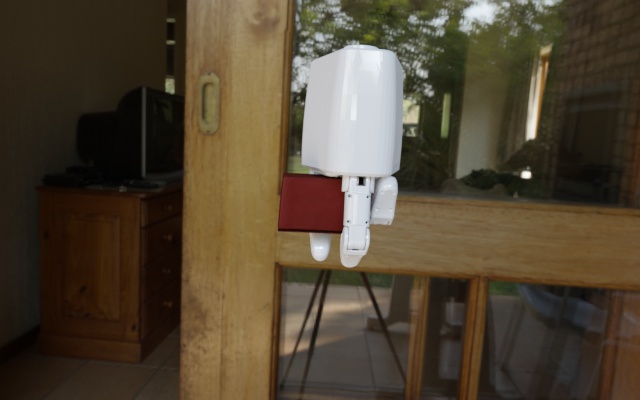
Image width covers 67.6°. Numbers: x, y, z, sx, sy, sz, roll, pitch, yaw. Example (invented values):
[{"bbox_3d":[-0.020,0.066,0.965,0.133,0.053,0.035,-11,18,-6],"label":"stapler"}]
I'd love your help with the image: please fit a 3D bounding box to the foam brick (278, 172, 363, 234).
[{"bbox_3d":[0.000,0.002,0.454,0.078,0.051,0.053,3,8,-3],"label":"foam brick"}]
